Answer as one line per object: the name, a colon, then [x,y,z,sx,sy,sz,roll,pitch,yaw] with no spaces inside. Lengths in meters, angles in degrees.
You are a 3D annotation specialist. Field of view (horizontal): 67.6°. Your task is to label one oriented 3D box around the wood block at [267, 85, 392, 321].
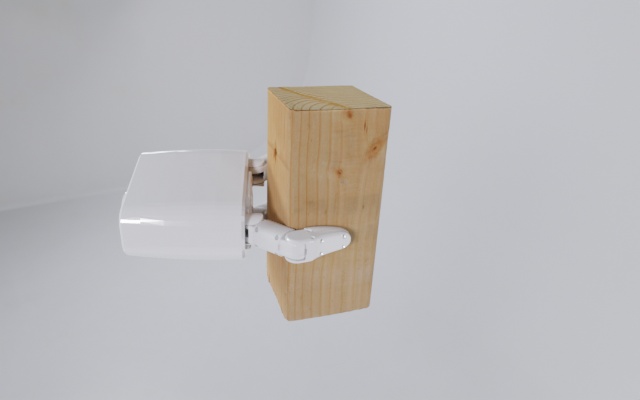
wood block: [0.000,0.002,0.464,0.090,0.206,0.090,-6,26,-18]
